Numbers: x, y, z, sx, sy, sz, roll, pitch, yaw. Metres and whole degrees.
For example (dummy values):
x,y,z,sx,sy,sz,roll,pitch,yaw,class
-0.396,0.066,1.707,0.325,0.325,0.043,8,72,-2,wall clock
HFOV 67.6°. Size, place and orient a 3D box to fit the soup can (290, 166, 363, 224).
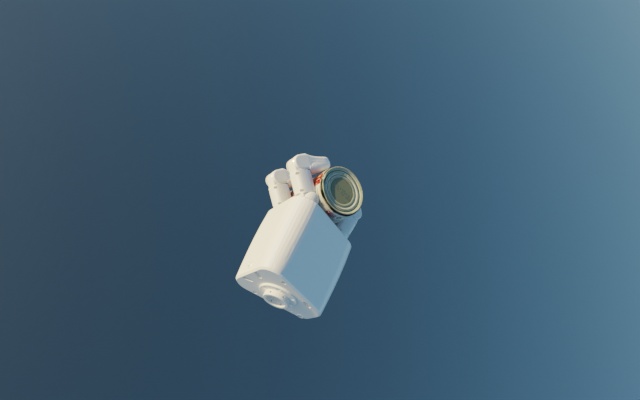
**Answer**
x,y,z,sx,sy,sz,roll,pitch,yaw,class
0.001,0.002,0.640,0.068,0.068,0.102,0,-17,-36,soup can
